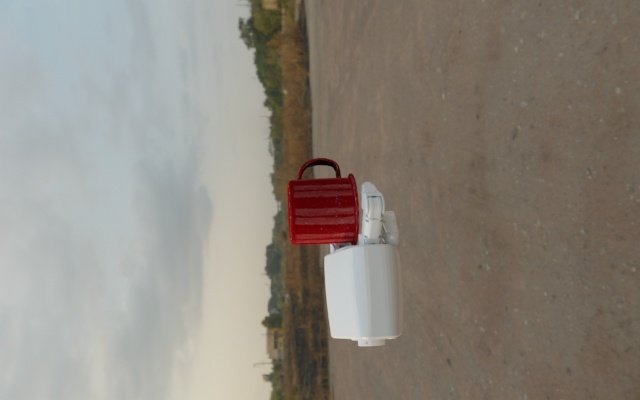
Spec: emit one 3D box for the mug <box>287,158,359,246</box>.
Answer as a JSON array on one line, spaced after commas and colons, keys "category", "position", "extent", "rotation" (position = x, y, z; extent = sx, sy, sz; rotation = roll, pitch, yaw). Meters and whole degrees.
[{"category": "mug", "position": [0.000, 0.001, 0.600], "extent": [0.081, 0.117, 0.093], "rotation": [-2, -14, -5]}]
